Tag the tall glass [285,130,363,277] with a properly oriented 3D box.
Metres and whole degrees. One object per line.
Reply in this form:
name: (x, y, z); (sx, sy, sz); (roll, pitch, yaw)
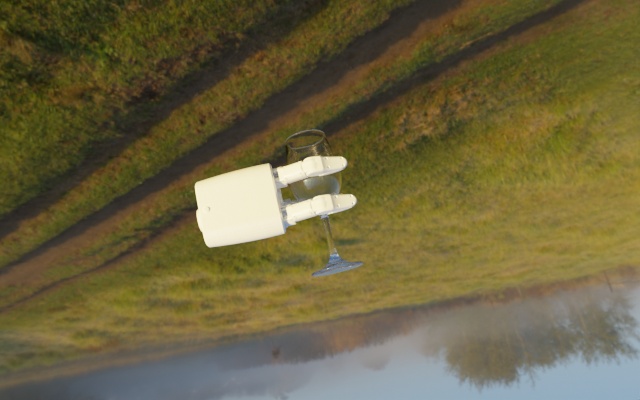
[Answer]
tall glass: (0.000, 0.003, 0.683); (0.079, 0.201, 0.079); (-13, -14, -3)
